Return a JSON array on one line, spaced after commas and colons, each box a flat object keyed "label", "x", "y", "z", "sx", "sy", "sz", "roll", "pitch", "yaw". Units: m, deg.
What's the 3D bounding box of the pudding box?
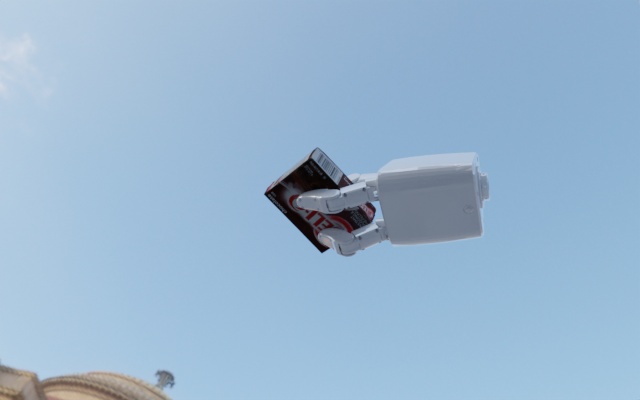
[{"label": "pudding box", "x": 0.000, "y": 0.002, "z": 0.599, "sx": 0.090, "sy": 0.113, "sz": 0.039, "roll": -36, "pitch": 13, "yaw": 32}]
